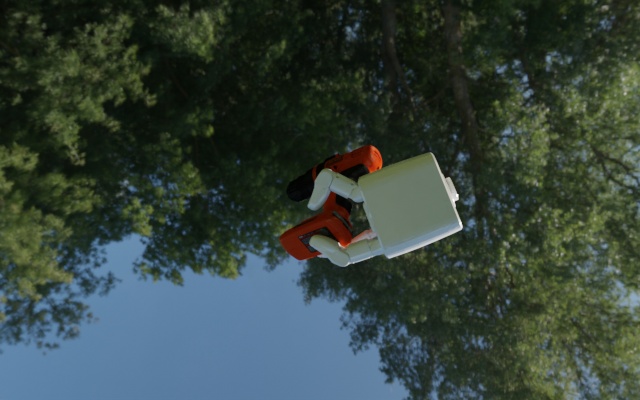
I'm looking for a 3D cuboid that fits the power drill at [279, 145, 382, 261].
[{"bbox_3d":[0.000,0.003,0.737,0.184,0.057,0.187,-24,31,33],"label":"power drill"}]
